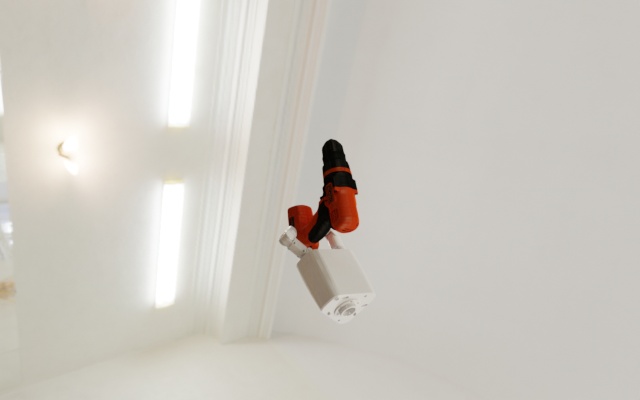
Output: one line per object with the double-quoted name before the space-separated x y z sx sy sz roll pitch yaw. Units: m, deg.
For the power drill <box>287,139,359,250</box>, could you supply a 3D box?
"power drill" 0.000 0.003 0.889 0.057 0.184 0.188 8 -33 -26
